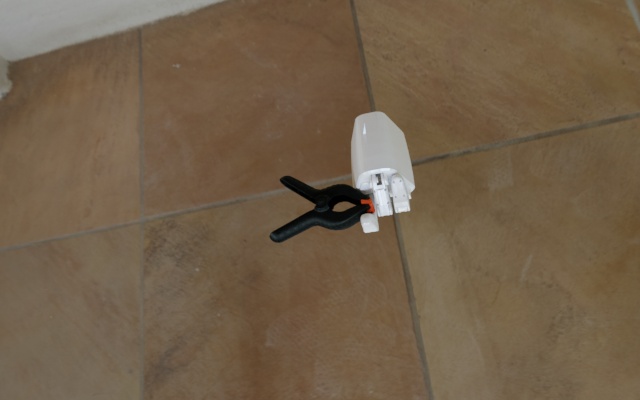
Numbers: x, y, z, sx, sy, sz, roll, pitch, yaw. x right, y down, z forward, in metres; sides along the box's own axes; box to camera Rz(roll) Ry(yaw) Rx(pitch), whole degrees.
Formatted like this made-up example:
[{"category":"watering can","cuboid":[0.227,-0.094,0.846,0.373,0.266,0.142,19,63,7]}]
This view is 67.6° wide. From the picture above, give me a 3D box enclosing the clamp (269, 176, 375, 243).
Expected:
[{"category":"clamp","cuboid":[0.000,0.002,0.770,0.171,0.120,0.039,-8,-25,10]}]
